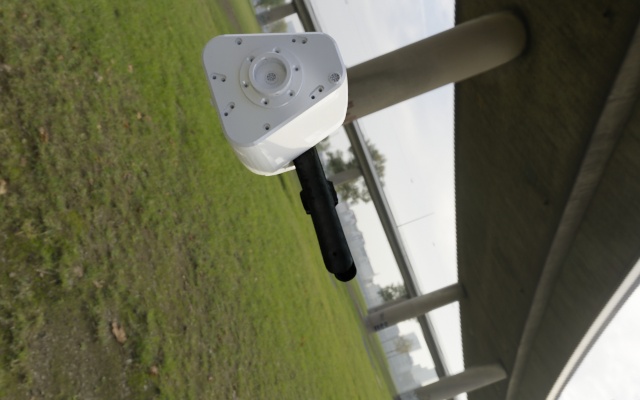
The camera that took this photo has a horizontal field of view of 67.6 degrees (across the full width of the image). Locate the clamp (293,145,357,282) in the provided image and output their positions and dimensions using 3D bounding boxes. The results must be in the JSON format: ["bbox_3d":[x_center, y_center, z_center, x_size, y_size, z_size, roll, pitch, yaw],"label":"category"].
[{"bbox_3d":[0.001,0.001,0.472,0.039,0.171,0.120,-20,-6,-4],"label":"clamp"}]
